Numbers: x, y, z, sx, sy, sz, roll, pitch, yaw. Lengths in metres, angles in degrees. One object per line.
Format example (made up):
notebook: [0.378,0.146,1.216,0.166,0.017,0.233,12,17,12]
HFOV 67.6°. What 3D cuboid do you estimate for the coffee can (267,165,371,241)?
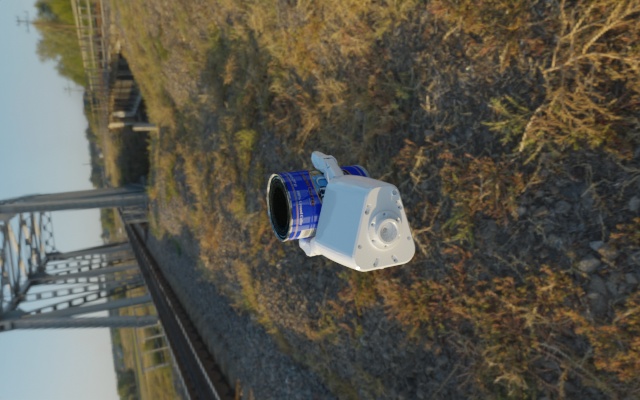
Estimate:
coffee can: [0.000,0.002,0.735,0.140,0.103,0.103,-7,3,-24]
